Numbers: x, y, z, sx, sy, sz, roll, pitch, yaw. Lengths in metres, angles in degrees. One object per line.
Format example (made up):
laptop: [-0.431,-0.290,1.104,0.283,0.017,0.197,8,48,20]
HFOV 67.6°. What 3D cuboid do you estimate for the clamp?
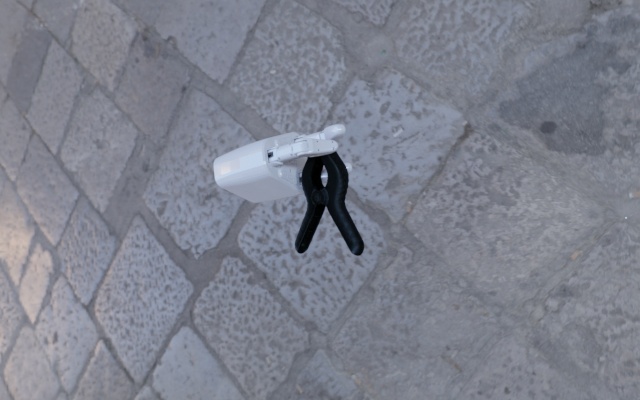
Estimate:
clamp: [0.000,0.002,0.699,0.120,0.171,0.039,-13,-9,33]
